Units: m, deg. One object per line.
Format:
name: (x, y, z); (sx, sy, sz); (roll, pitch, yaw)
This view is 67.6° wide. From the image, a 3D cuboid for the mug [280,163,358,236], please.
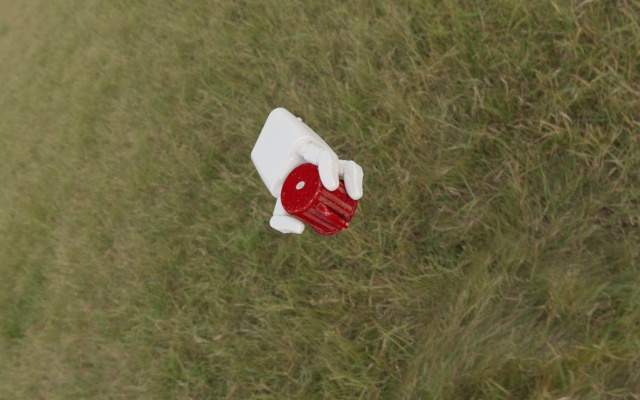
mug: (0.001, 0.003, 0.699); (0.081, 0.093, 0.117); (31, 15, -44)
